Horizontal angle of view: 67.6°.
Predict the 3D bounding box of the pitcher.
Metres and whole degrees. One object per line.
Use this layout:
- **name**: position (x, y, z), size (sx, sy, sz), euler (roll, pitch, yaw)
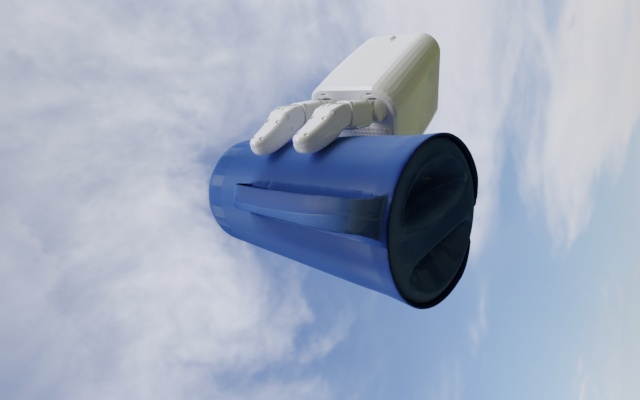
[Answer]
- **pitcher**: position (0.000, 0.001, 0.428), size (0.243, 0.149, 0.145), euler (9, 50, 43)
